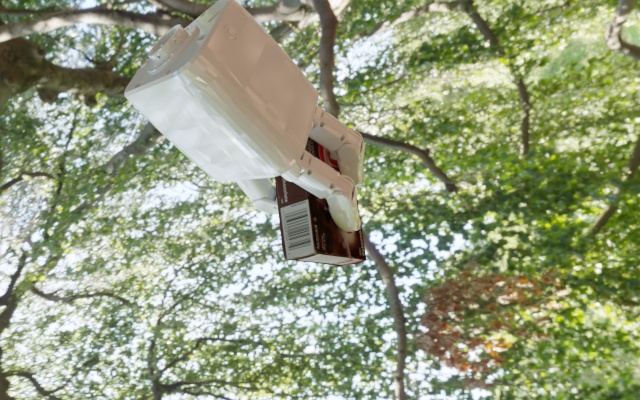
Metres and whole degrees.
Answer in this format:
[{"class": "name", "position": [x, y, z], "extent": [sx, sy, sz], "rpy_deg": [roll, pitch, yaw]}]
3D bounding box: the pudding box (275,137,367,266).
[{"class": "pudding box", "position": [0.000, 0.001, 0.442], "extent": [0.039, 0.113, 0.090], "rpy_deg": [-15, -17, 32]}]
